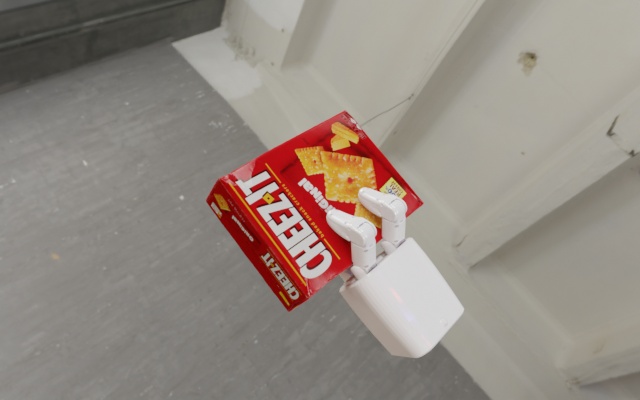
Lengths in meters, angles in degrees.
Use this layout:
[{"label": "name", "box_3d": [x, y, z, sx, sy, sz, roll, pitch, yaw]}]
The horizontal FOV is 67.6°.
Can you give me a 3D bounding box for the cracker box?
[{"label": "cracker box", "box_3d": [0.000, 0.002, 0.582, 0.213, 0.164, 0.072, -34, -7, -35]}]
